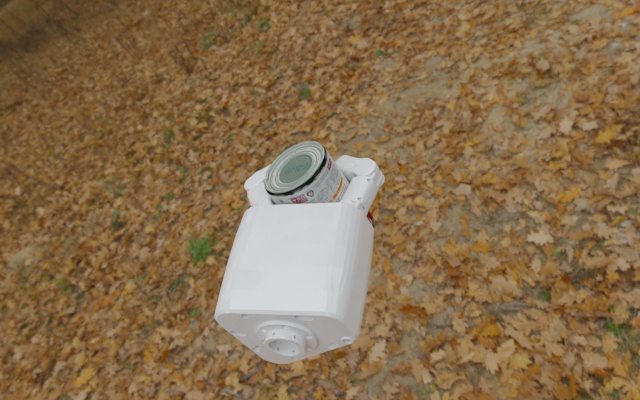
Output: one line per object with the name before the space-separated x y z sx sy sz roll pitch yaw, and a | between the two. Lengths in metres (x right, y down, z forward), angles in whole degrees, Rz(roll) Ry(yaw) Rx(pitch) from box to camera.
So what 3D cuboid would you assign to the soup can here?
soup can | 0.000 0.001 0.461 0.068 0.068 0.102 0 -40 40
